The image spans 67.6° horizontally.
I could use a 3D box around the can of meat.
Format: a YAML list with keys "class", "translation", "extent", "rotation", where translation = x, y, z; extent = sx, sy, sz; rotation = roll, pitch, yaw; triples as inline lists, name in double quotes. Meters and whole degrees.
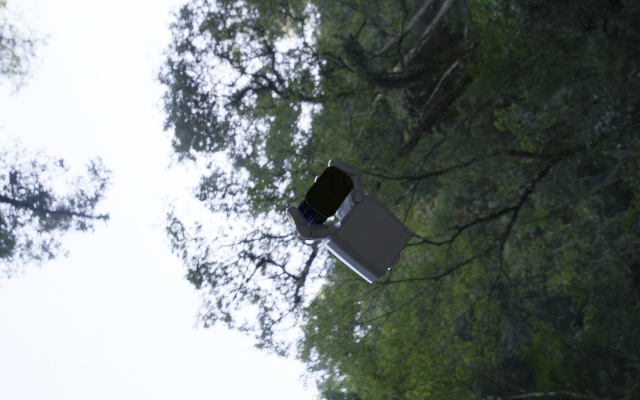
- class: "can of meat"
  translation: [0.000, 0.003, 0.818]
  extent: [0.057, 0.102, 0.084]
  rotation: [38, -38, -2]
